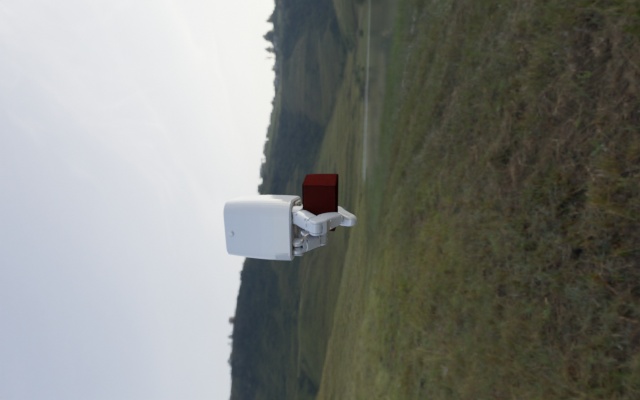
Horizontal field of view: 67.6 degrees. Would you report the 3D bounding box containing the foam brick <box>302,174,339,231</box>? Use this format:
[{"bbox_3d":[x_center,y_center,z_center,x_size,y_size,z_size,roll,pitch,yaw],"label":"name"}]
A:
[{"bbox_3d":[0.000,0.002,0.742,0.051,0.078,0.053,3,23,7],"label":"foam brick"}]
